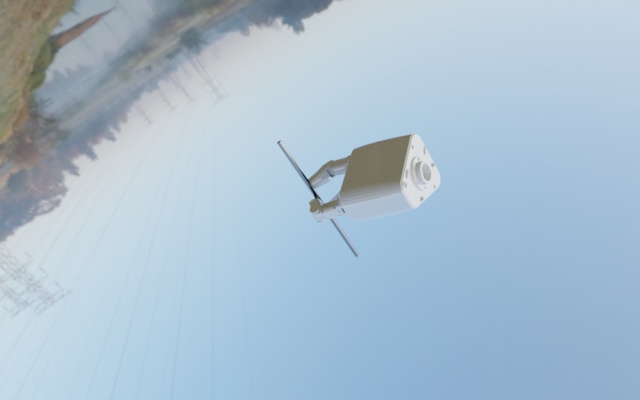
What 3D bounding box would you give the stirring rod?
[{"bbox_3d":[0.000,0.002,0.766,0.011,0.240,0.011,-28,24,14],"label":"stirring rod"}]
